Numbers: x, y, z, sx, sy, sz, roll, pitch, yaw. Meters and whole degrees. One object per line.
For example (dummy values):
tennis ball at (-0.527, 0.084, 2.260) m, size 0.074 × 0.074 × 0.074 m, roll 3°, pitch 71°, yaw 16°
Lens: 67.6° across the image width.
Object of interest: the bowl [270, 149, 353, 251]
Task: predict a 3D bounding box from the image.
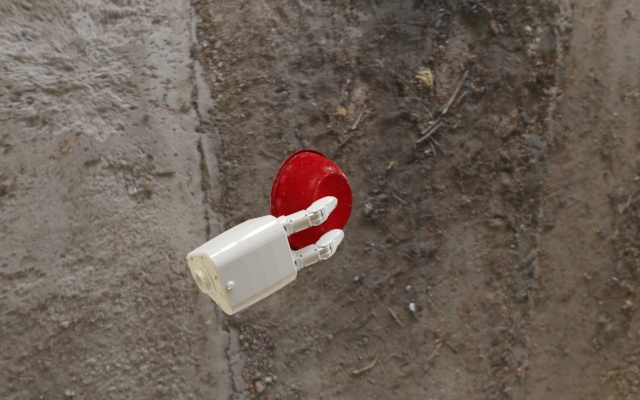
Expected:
bowl at (0.001, 0.002, 0.728) m, size 0.055 × 0.162 × 0.162 m, roll 4°, pitch 3°, yaw 41°
